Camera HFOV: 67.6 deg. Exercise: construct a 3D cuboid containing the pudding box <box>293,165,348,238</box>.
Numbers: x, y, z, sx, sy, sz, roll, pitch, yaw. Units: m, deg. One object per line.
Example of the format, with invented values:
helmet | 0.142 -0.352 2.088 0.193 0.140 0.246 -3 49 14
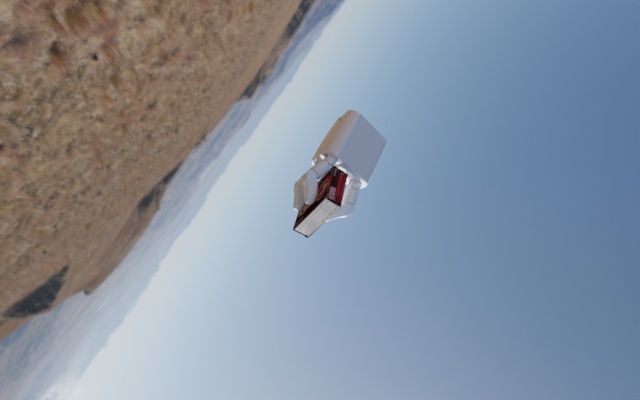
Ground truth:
pudding box | 0.000 0.003 0.871 0.039 0.090 0.113 31 -49 -13
